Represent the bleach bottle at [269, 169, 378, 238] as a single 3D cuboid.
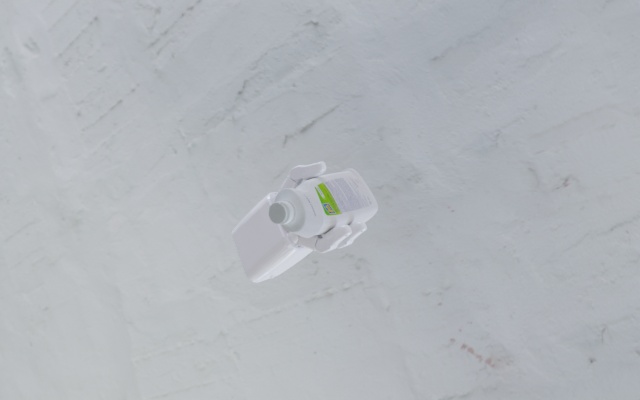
[{"bbox_3d":[0.000,0.002,0.741,0.068,0.102,0.251,-41,-16,26],"label":"bleach bottle"}]
